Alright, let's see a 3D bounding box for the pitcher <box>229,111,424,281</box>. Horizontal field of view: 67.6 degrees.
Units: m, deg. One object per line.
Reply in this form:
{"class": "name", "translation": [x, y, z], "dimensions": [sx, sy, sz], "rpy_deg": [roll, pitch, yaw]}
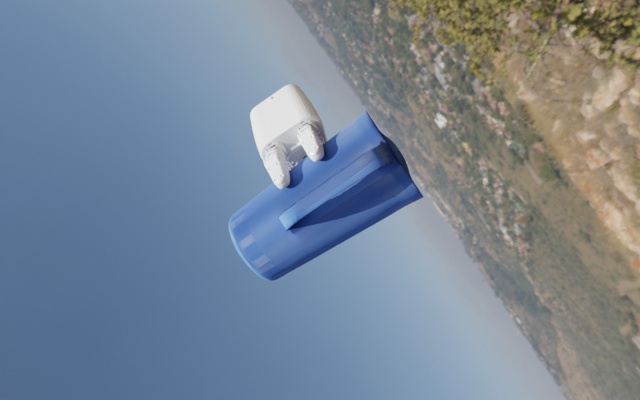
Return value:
{"class": "pitcher", "translation": [0.000, 0.002, 0.625], "dimensions": [0.243, 0.145, 0.149], "rpy_deg": [-34, -48, 10]}
